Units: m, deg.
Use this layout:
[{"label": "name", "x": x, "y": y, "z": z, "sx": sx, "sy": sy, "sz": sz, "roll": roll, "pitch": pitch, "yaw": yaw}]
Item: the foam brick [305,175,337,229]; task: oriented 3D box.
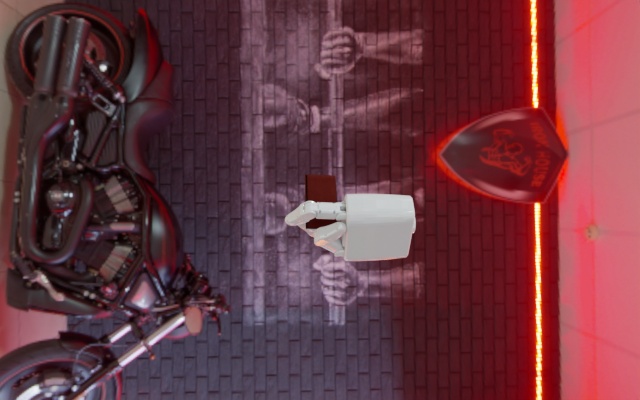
[{"label": "foam brick", "x": 0.000, "y": 0.002, "z": 0.796, "sx": 0.051, "sy": 0.078, "sz": 0.053, "roll": -1, "pitch": -33, "yaw": -3}]
